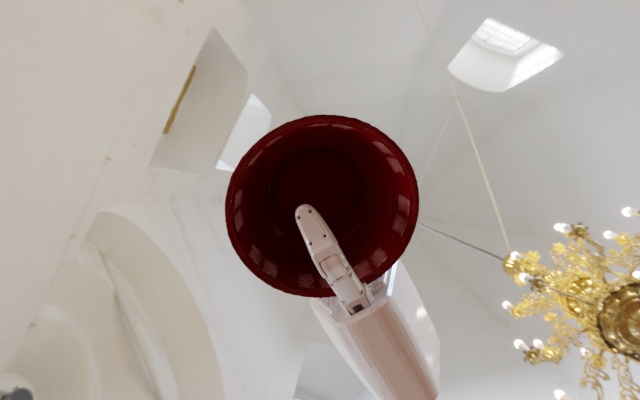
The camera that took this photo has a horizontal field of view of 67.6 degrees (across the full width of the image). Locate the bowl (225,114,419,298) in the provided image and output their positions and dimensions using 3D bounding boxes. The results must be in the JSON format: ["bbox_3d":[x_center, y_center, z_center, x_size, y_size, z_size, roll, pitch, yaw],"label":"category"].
[{"bbox_3d":[0.000,0.000,0.416,0.162,0.162,0.055,0,21,-7],"label":"bowl"}]
